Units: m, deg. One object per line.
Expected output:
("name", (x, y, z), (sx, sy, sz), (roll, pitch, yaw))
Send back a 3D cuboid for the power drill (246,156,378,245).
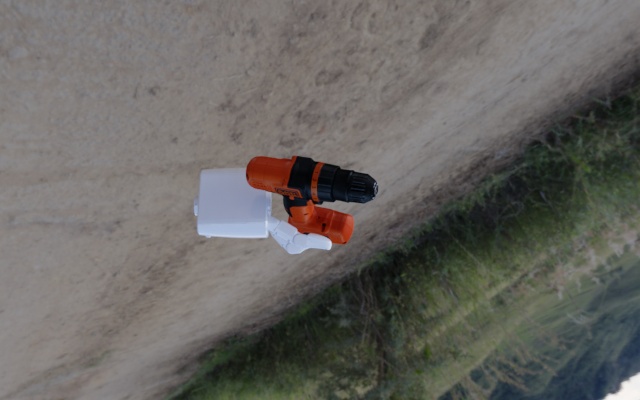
("power drill", (0.000, 0.003, 0.701), (0.184, 0.057, 0.188), (11, -25, 18))
